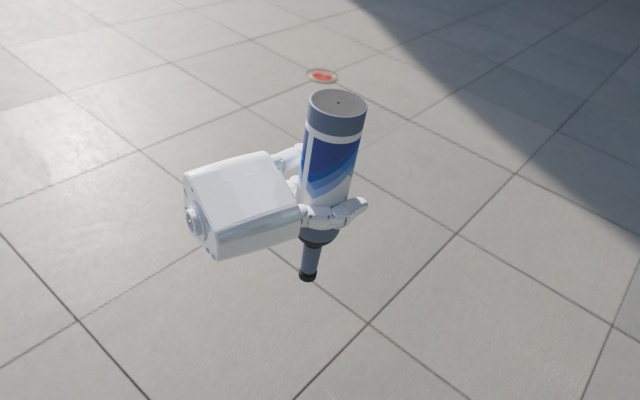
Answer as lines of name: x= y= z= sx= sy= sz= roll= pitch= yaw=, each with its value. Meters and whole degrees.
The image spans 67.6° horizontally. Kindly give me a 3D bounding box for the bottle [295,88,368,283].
bottle: x=0.000 y=0.002 z=0.626 sx=0.069 sy=0.296 sz=0.069 roll=6 pitch=40 yaw=-5
